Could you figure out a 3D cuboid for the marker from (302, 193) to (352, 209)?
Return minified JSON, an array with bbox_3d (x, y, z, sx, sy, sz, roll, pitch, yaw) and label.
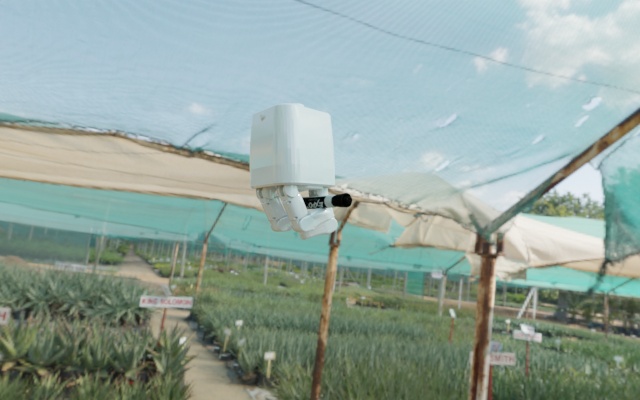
[{"bbox_3d":[0.000,0.002,0.655,0.020,0.020,0.121,0,-3,-38],"label":"marker"}]
